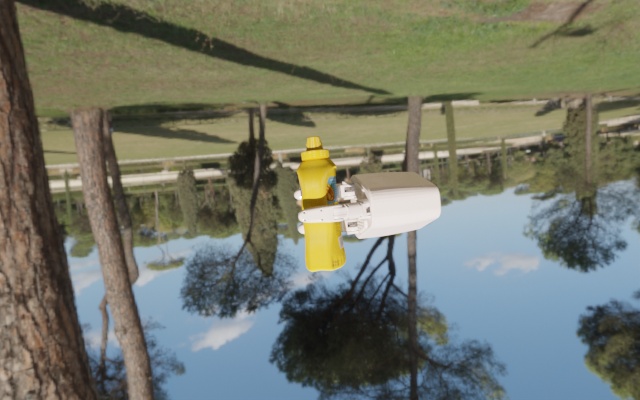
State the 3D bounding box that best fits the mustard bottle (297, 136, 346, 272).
[{"bbox_3d":[0.000,0.003,0.700,0.058,0.191,0.096,-5,2,13],"label":"mustard bottle"}]
